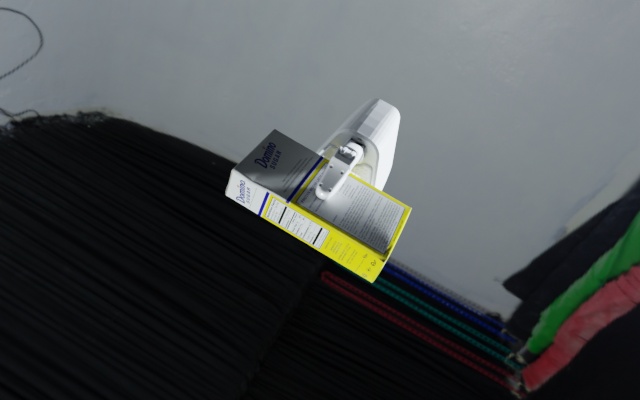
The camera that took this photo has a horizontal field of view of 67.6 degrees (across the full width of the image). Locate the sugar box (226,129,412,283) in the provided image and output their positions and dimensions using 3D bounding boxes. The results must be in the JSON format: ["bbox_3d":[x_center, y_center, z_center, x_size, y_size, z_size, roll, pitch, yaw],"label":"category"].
[{"bbox_3d":[0.000,0.002,0.503,0.176,0.048,0.093,29,42,6],"label":"sugar box"}]
